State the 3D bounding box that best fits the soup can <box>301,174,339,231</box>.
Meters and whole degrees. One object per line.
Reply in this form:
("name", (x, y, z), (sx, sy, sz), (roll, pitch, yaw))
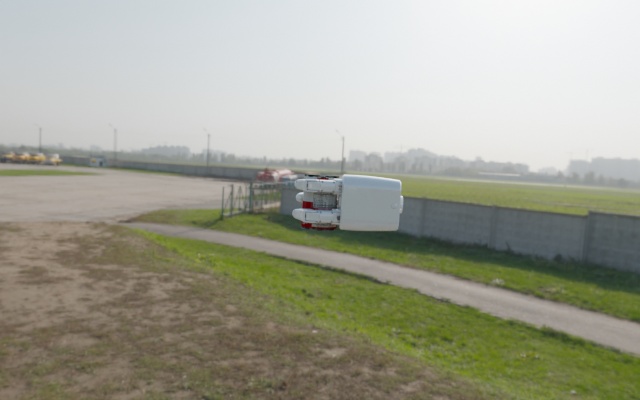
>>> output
("soup can", (0.000, 0.003, 0.897), (0.068, 0.102, 0.068), (3, 4, 0))
